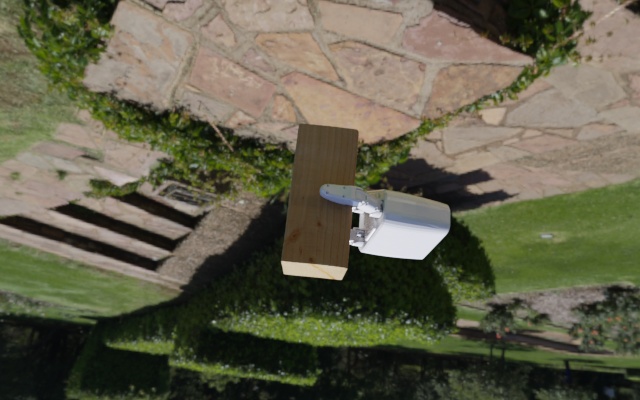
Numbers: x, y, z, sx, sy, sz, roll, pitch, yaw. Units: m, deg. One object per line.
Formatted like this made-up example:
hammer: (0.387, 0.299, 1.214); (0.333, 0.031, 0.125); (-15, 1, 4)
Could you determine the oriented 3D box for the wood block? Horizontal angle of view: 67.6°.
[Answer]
wood block: (0.001, 0.002, 0.700); (0.090, 0.206, 0.091); (6, -20, -1)
